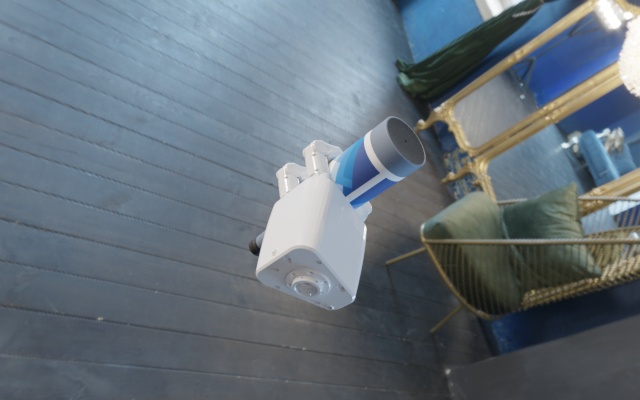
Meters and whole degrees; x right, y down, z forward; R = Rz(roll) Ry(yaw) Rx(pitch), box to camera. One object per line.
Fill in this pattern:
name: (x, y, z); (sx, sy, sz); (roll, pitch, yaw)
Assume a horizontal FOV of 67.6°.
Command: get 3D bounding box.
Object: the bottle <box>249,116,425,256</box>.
bottle: (0.000, 0.002, 0.621); (0.069, 0.069, 0.296); (0, -28, -47)
